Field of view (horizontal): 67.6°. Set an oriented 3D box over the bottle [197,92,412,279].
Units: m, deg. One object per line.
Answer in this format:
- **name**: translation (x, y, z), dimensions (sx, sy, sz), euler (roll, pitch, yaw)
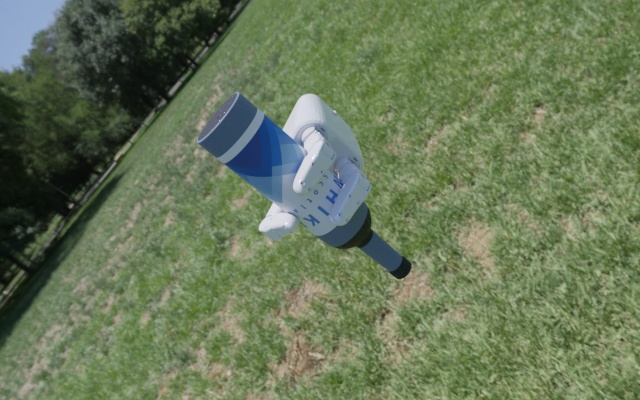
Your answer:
- **bottle**: translation (0.000, 0.002, 0.539), dimensions (0.296, 0.069, 0.069), euler (40, -18, -24)
